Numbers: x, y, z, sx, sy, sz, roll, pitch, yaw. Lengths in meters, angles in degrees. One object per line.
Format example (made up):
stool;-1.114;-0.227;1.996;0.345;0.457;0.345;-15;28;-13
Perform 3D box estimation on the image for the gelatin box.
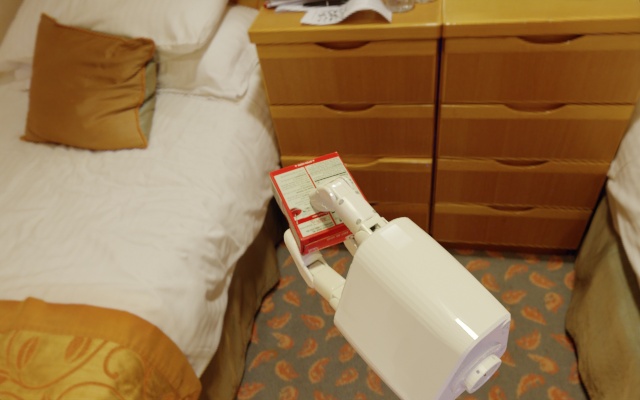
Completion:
gelatin box;0.000;0.001;0.455;0.073;0.089;0.030;-19;-35;-14
